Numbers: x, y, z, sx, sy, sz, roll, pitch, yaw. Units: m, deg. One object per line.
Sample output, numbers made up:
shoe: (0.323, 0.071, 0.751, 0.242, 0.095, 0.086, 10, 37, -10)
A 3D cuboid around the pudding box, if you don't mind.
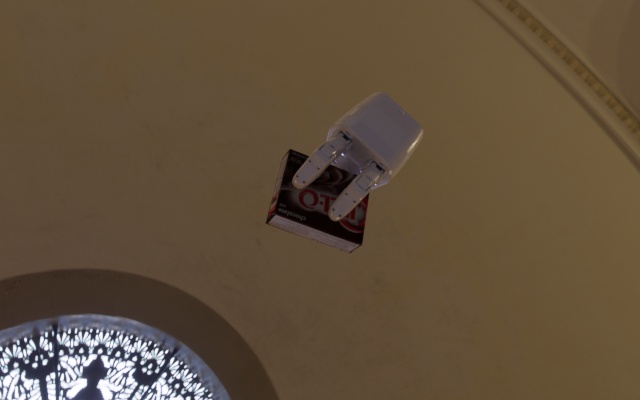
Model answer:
pudding box: (0.000, 0.002, 0.564, 0.113, 0.090, 0.039, 19, -32, -14)
